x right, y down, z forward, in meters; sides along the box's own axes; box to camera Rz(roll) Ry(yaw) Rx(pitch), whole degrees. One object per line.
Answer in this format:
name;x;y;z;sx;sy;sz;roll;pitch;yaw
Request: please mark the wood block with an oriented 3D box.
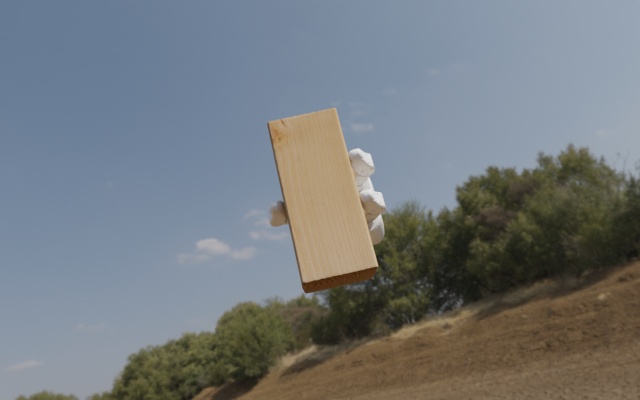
wood block;0.000;0.002;0.603;0.091;0.206;0.090;-13;-18;-3
